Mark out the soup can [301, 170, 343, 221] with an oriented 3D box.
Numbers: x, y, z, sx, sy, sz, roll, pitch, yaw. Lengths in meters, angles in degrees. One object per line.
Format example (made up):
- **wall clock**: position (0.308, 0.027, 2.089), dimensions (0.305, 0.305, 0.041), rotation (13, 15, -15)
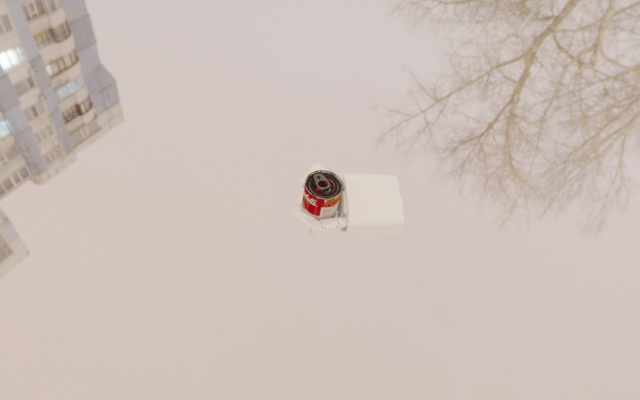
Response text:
- **soup can**: position (0.000, 0.003, 0.874), dimensions (0.068, 0.068, 0.102), rotation (0, -39, -9)
